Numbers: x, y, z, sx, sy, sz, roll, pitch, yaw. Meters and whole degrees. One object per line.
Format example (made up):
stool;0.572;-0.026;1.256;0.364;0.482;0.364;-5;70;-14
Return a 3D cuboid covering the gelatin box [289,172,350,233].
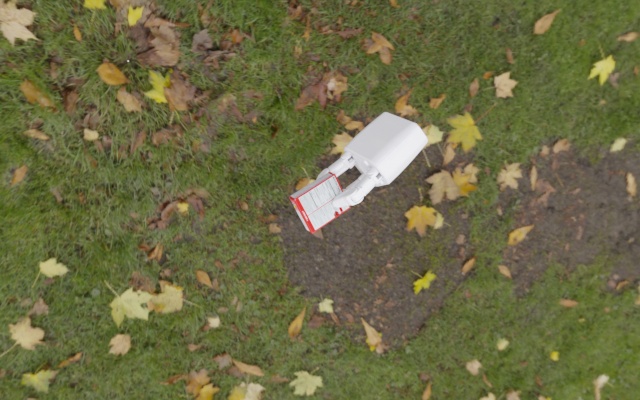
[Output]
gelatin box;0.000;0.003;0.843;0.089;0.073;0.030;-33;24;-15
